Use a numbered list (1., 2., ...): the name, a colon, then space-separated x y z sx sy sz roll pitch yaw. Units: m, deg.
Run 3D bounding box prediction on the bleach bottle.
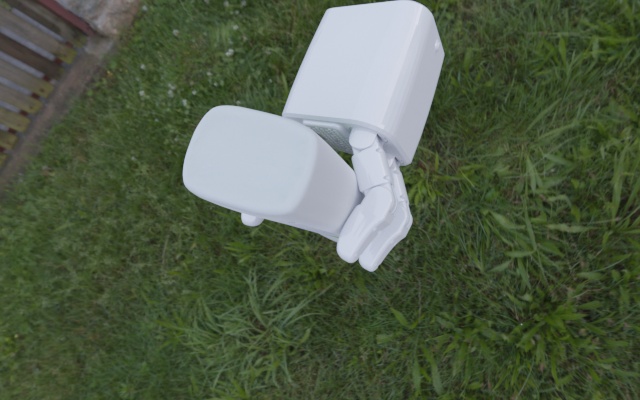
1. bleach bottle: 0.000 0.001 0.417 0.102 0.068 0.251 17 -6 26
